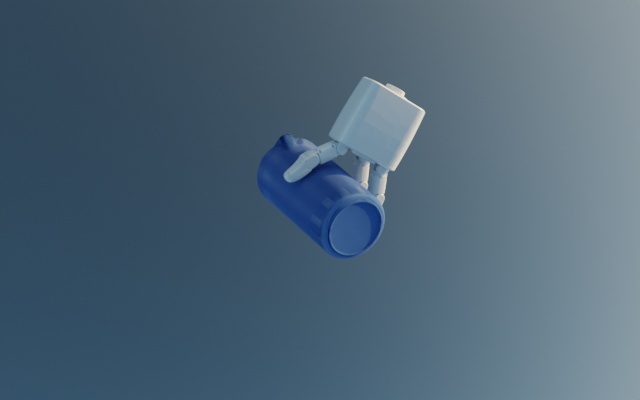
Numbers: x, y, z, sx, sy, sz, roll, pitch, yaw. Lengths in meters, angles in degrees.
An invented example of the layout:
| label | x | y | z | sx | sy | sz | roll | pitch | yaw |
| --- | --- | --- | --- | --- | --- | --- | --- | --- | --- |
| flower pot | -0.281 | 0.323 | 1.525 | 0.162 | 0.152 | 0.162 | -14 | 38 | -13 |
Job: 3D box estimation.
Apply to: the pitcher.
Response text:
| label | x | y | z | sx | sy | sz | roll | pitch | yaw |
| --- | --- | --- | --- | --- | --- | --- | --- | --- | --- |
| pitcher | 0.000 | 0.002 | 0.787 | 0.149 | 0.145 | 0.242 | 25 | 10 | -35 |
